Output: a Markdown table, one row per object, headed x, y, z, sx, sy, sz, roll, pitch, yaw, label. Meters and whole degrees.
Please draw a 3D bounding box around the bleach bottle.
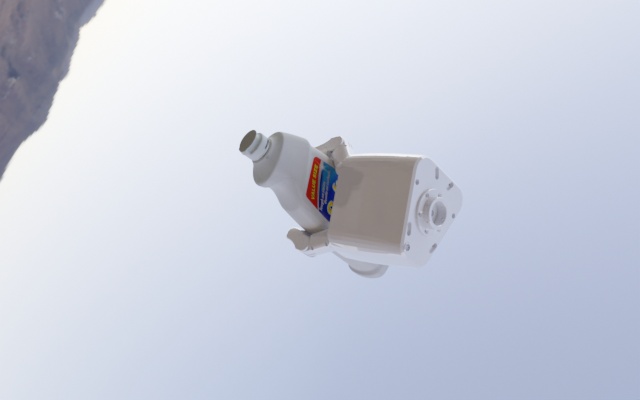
| x | y | z | sx | sy | sz | roll | pitch | yaw | label |
| --- | --- | --- | --- | --- | --- | --- | --- | --- | --- |
| 0.000 | 0.002 | 0.588 | 0.251 | 0.102 | 0.068 | 36 | -19 | -36 | bleach bottle |
